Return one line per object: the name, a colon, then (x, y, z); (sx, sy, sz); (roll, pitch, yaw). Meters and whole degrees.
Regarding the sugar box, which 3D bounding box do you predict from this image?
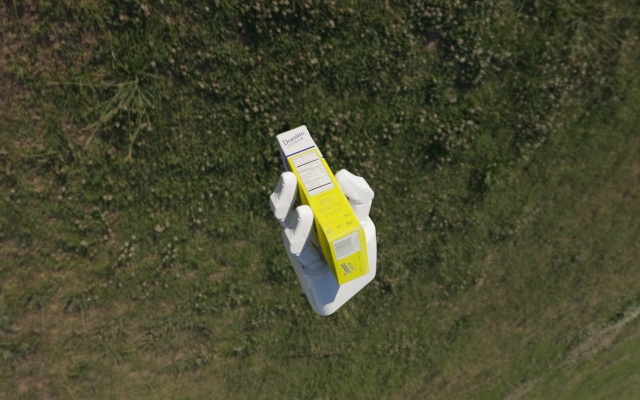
sugar box: (0.000, 0.002, 0.563); (0.048, 0.176, 0.093); (-23, -40, -9)
